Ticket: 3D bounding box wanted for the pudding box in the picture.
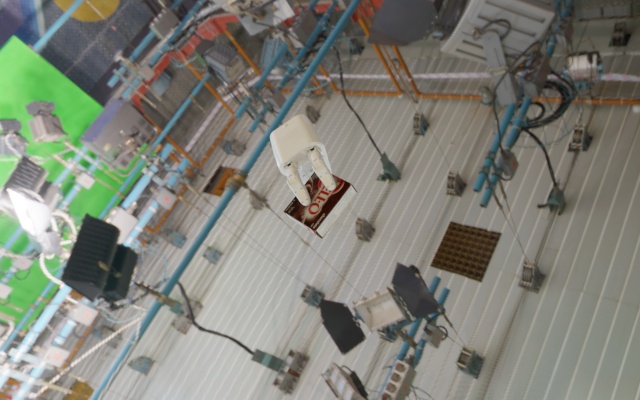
[{"bbox_3d":[0.000,0.003,0.887,0.090,0.113,0.039,29,-11,40],"label":"pudding box"}]
